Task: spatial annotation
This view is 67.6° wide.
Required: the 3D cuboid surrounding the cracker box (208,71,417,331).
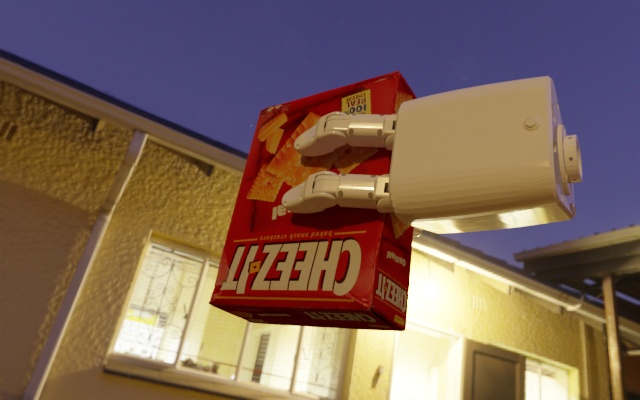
[{"bbox_3d":[0.000,0.001,0.436,0.164,0.213,0.072,-7,-30,33],"label":"cracker box"}]
